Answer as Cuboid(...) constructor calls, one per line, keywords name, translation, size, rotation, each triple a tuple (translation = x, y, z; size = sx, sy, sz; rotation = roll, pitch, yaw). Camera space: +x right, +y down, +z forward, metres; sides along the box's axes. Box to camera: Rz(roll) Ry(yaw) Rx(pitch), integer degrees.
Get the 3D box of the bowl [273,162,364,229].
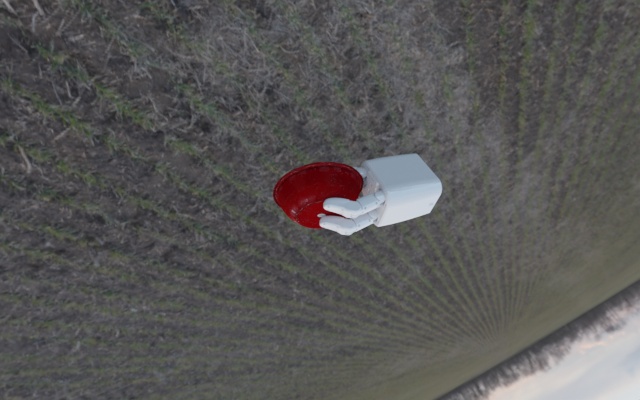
Cuboid(name="bowl", translation=(-0.001, 0.003, 0.827), size=(0.162, 0.055, 0.162), rotation=(-7, -32, -4))
